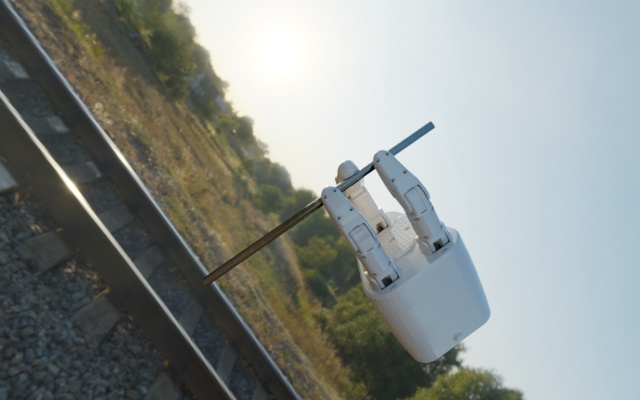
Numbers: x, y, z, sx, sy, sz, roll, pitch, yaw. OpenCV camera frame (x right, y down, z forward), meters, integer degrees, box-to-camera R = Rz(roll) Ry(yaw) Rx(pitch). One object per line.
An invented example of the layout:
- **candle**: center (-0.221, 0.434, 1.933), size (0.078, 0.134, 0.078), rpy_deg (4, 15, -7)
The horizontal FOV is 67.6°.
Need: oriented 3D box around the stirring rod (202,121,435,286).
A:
- **stirring rod**: center (0.000, 0.001, 0.414), size (0.239, 0.011, 0.011), rpy_deg (-35, 2, -4)
